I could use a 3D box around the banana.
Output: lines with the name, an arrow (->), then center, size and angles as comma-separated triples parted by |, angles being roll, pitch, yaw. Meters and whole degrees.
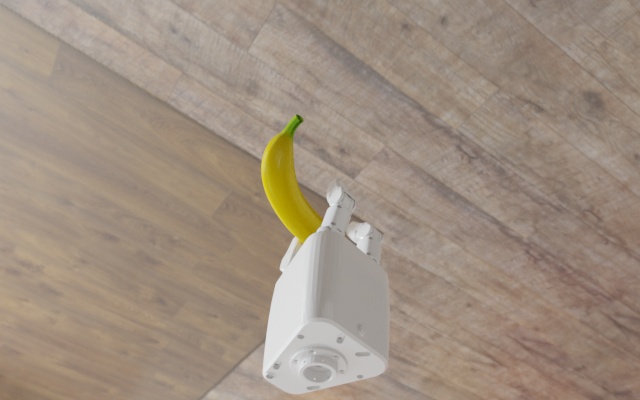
banana -> -0.019, 0.004, 0.541 | 0.069, 0.198, 0.037 | -16, 32, 13
